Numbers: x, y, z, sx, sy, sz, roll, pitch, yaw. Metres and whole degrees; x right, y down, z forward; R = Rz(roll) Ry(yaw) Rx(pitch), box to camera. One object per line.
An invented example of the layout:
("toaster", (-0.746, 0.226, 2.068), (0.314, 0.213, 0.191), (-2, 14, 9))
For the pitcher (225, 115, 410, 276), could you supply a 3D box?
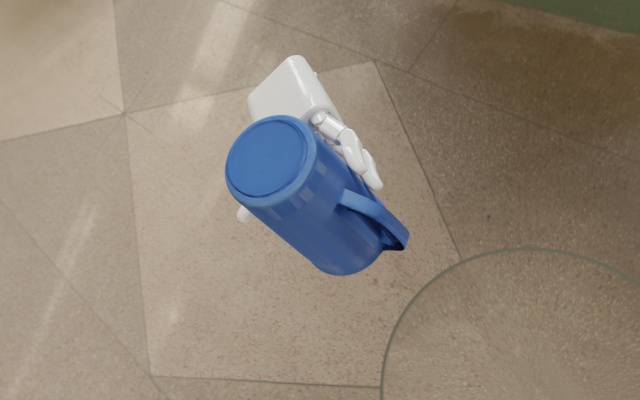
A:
("pitcher", (0.000, 0.002, 0.582), (0.149, 0.145, 0.243), (-29, -31, 11))
